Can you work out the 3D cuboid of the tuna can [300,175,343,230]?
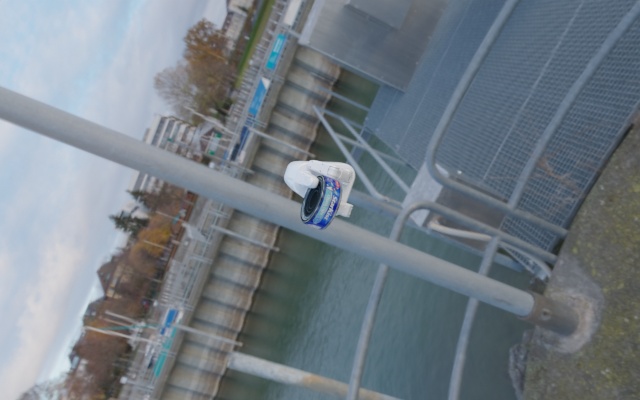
[{"bbox_3d":[0.000,0.002,0.777,0.034,0.086,0.086,21,-8,-20],"label":"tuna can"}]
